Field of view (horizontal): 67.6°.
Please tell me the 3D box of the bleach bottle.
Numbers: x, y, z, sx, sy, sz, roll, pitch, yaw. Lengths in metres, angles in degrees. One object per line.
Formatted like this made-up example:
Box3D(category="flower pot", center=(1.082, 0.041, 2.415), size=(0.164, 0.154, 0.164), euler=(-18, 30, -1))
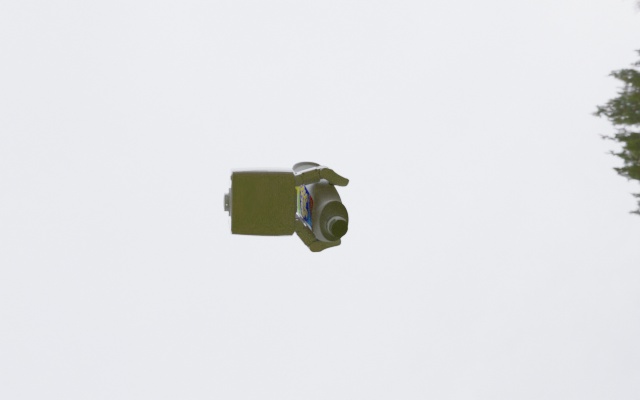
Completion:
Box3D(category="bleach bottle", center=(0.000, 0.003, 0.841), size=(0.068, 0.102, 0.250), euler=(1, 15, -15))
